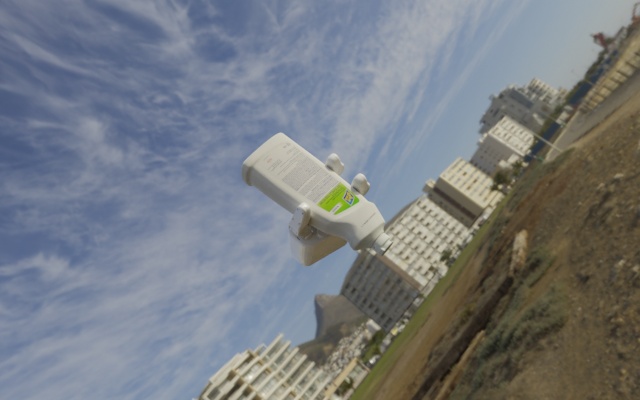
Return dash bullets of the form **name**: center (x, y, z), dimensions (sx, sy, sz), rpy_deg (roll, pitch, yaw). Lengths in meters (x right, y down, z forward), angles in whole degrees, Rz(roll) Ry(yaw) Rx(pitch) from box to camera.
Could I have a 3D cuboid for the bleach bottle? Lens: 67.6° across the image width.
- **bleach bottle**: center (0.000, 0.002, 0.741), dimensions (0.251, 0.102, 0.068), rpy_deg (39, -24, 15)
